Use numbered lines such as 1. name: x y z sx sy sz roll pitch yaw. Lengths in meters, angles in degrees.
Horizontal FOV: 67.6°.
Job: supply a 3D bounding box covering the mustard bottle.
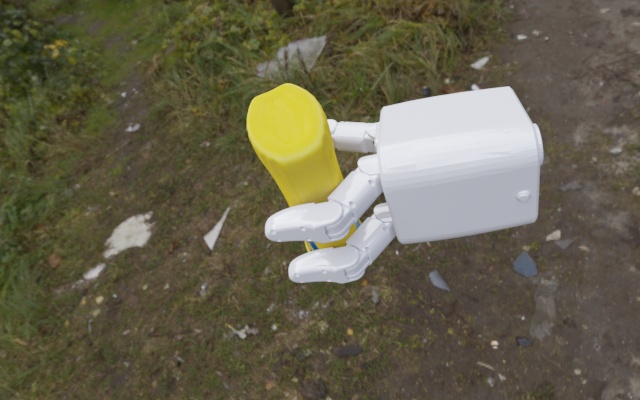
1. mustard bottle: 0.000 0.001 0.410 0.058 0.192 0.096 -26 45 -2
